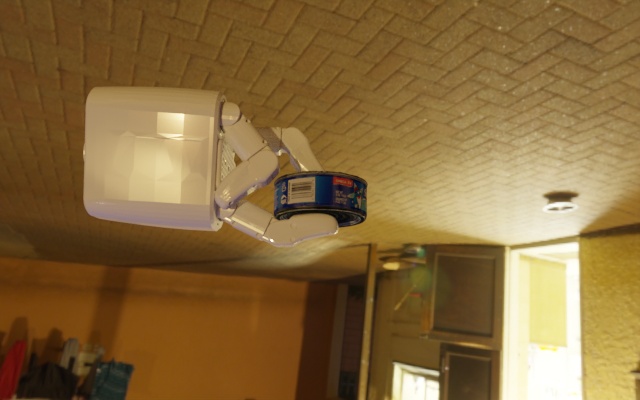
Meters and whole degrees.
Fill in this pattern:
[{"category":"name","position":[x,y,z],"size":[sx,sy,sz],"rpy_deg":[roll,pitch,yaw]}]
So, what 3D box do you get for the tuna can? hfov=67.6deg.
[{"category":"tuna can","position":[0.000,0.002,0.435],"size":[0.086,0.033,0.086],"rpy_deg":[1,-14,0]}]
